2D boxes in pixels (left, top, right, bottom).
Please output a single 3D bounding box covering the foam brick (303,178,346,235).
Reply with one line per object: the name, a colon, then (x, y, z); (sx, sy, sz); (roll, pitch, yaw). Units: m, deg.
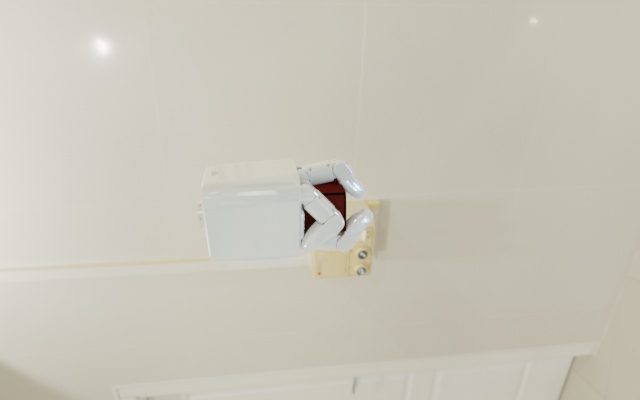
foam brick: (0.000, 0.002, 0.593); (0.051, 0.053, 0.078); (-4, 21, -7)
